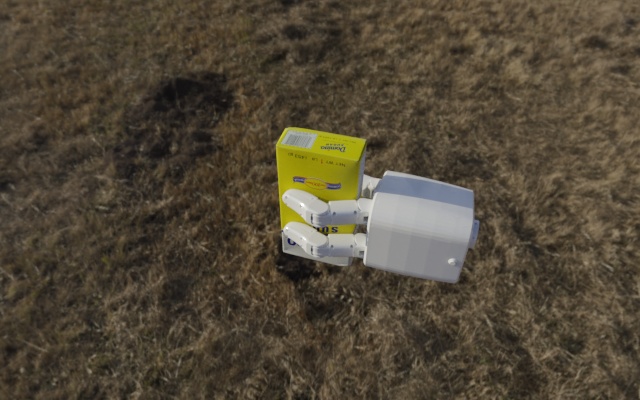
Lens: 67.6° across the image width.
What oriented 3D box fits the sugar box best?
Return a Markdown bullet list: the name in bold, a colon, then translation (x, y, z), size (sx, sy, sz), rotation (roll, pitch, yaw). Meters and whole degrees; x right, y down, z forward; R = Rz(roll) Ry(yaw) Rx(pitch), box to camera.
- **sugar box**: translation (0.000, 0.002, 0.564), size (0.093, 0.176, 0.048), rotation (12, 43, 12)
